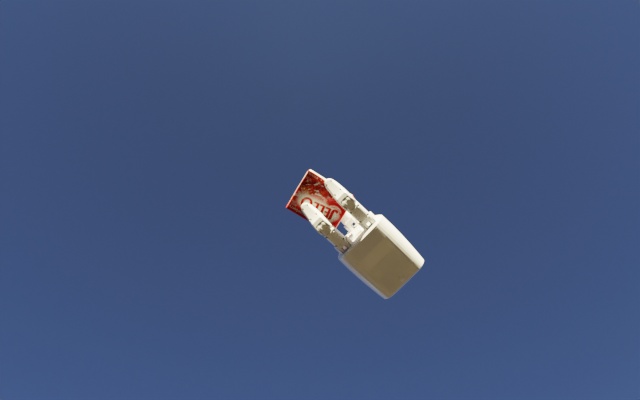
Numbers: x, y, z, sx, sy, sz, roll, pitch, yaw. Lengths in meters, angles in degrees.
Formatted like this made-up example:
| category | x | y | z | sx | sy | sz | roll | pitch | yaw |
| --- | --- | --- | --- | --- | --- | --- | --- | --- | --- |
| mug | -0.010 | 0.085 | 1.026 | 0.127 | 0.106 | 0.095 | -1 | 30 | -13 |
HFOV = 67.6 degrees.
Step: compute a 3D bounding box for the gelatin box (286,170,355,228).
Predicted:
| category | x | y | z | sx | sy | sz | roll | pitch | yaw |
| --- | --- | --- | --- | --- | --- | --- | --- | --- | --- |
| gelatin box | 0.000 | 0.002 | 0.785 | 0.089 | 0.073 | 0.030 | 31 | 7 | -1 |
